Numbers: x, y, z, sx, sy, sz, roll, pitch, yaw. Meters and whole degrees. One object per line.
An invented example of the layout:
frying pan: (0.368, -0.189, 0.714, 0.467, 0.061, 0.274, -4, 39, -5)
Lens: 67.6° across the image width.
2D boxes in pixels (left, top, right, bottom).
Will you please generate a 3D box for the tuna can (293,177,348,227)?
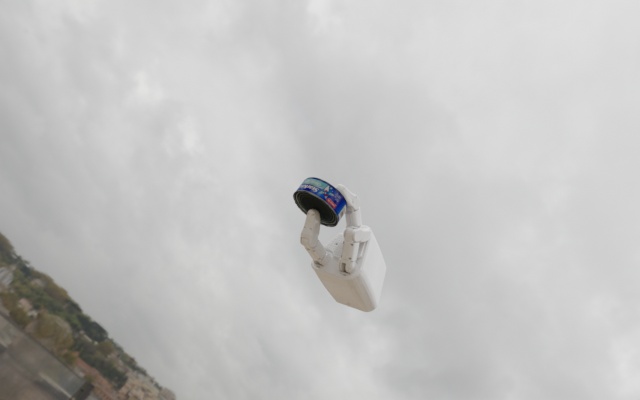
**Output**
tuna can: (0.000, 0.002, 0.766, 0.086, 0.033, 0.086, 29, -26, 15)
